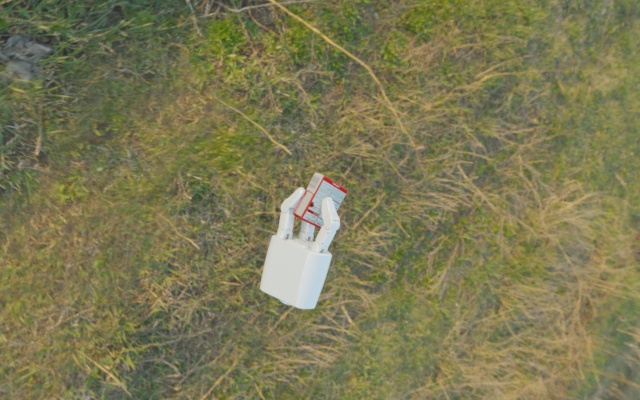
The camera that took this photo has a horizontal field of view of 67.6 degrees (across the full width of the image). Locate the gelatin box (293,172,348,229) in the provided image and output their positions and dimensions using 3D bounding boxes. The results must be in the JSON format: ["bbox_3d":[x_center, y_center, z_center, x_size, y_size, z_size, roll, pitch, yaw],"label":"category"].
[{"bbox_3d":[0.001,0.003,0.869,0.073,0.089,0.030,29,-1,-44],"label":"gelatin box"}]
